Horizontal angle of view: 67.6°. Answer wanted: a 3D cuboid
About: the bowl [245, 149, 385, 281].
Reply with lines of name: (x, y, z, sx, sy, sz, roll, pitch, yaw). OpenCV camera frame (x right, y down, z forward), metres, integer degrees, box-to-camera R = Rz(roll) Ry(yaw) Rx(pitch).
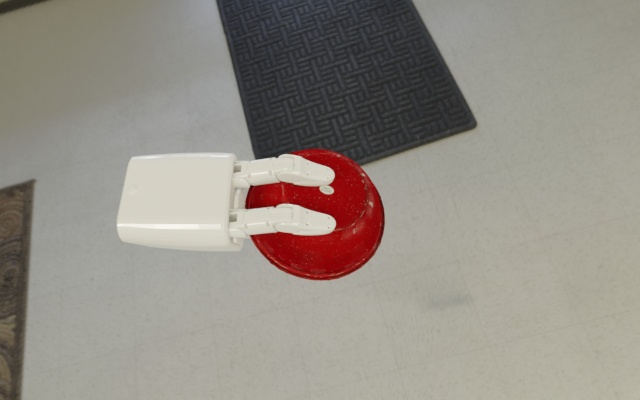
bowl: (0.001, 0.001, 0.518, 0.162, 0.162, 0.055, 0, -26, -12)
